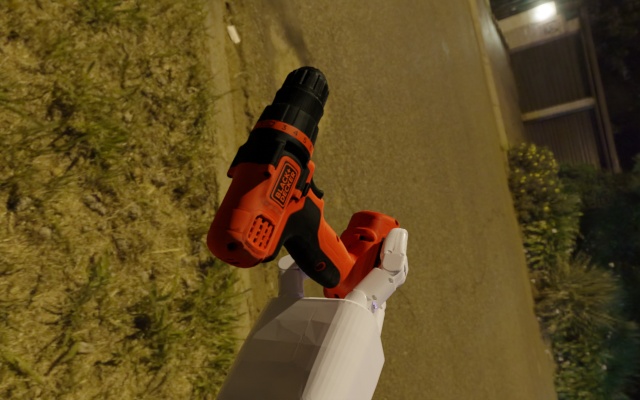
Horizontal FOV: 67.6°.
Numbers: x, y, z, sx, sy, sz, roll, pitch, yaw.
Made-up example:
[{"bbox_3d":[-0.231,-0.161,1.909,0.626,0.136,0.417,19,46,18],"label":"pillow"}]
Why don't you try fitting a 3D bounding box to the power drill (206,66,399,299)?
[{"bbox_3d":[0.000,0.002,0.426,0.057,0.184,0.188,0,-32,42],"label":"power drill"}]
